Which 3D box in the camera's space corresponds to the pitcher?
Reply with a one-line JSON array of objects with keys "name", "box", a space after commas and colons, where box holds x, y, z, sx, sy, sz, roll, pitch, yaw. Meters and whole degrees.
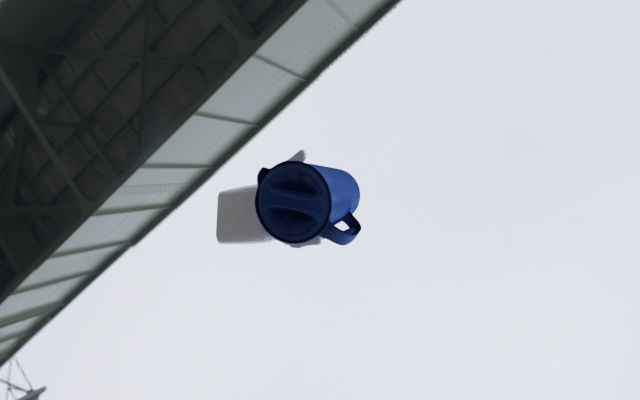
[{"name": "pitcher", "box": [0.000, 0.003, 0.864, 0.145, 0.149, 0.243, -9, 1, 20]}]
